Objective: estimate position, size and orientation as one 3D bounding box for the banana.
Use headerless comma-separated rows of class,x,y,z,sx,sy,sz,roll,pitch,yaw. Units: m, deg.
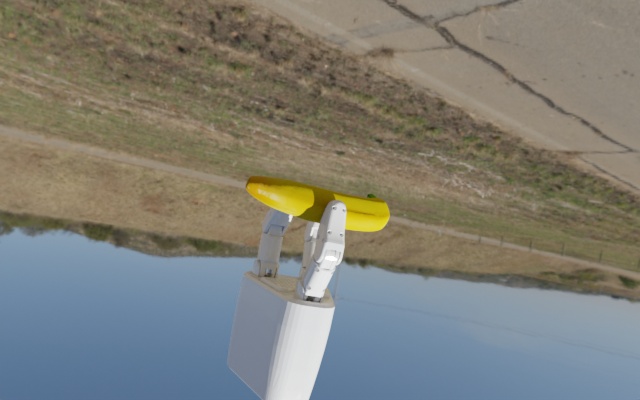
banana,0.015,0.007,0.498,0.069,0.037,0.198,21,8,43
